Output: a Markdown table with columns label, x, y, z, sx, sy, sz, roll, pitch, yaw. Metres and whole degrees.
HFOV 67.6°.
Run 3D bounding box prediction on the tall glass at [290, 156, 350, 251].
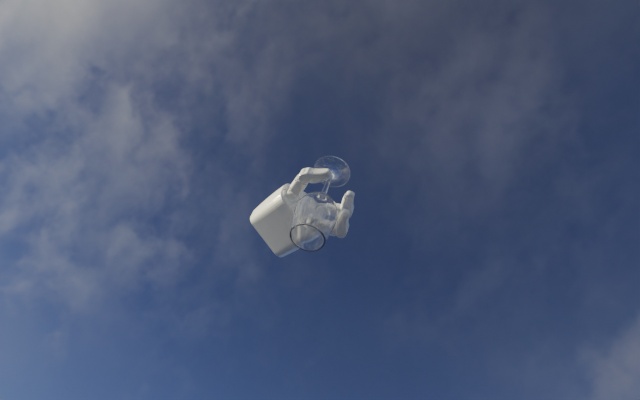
| label | x | y | z | sx | sy | sz | roll | pitch | yaw |
| --- | --- | --- | --- | --- | --- | --- | --- | --- | --- |
| tall glass | 0.000 | 0.002 | 0.875 | 0.079 | 0.079 | 0.201 | 0 | 37 | 16 |
